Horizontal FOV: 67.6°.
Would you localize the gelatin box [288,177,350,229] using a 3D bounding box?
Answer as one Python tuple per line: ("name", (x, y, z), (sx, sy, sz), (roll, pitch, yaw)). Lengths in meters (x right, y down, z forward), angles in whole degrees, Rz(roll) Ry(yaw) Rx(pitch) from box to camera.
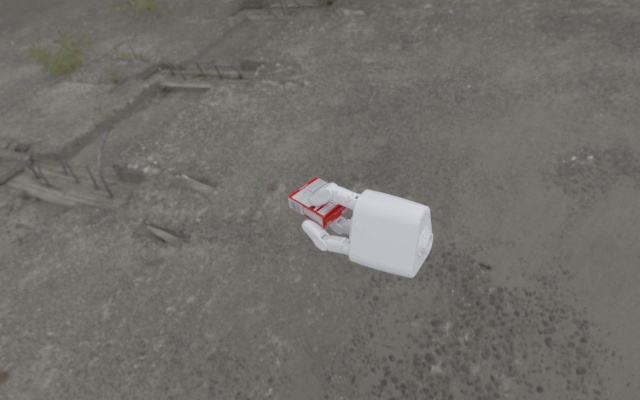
("gelatin box", (0.000, 0.002, 0.826), (0.089, 0.030, 0.073), (29, 52, 34))
